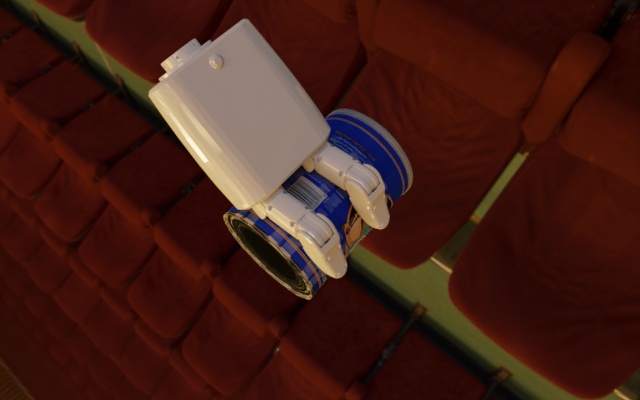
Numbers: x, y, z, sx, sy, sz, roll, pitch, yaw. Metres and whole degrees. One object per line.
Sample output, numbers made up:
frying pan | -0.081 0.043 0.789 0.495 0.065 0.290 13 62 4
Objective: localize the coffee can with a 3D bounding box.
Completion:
coffee can | 0.000 0.001 0.427 0.140 0.103 0.103 -46 20 -20
